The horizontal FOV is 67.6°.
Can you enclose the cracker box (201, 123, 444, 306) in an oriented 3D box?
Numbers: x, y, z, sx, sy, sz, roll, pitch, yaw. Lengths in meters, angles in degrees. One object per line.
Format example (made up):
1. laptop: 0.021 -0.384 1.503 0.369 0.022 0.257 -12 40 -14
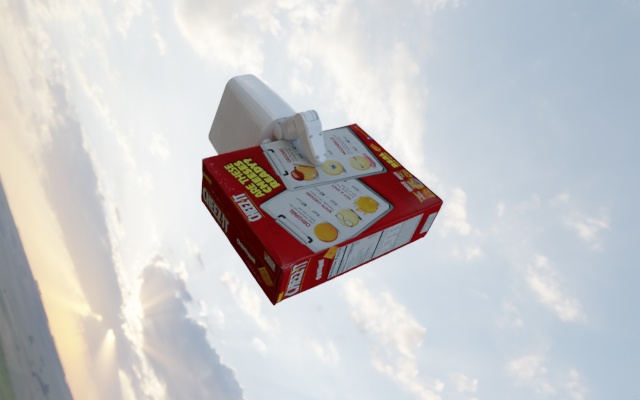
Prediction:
1. cracker box: 0.000 0.002 0.531 0.213 0.072 0.164 -19 51 -32
